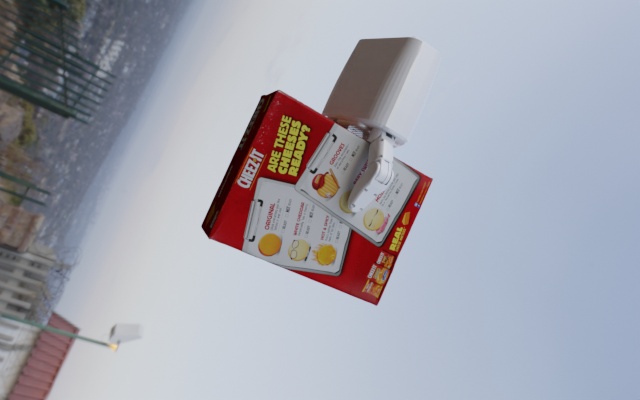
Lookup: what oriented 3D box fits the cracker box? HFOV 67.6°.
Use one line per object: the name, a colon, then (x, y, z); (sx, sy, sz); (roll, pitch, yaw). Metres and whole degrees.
cracker box: (0.000, 0.002, 0.536); (0.214, 0.164, 0.072); (26, -3, -23)
